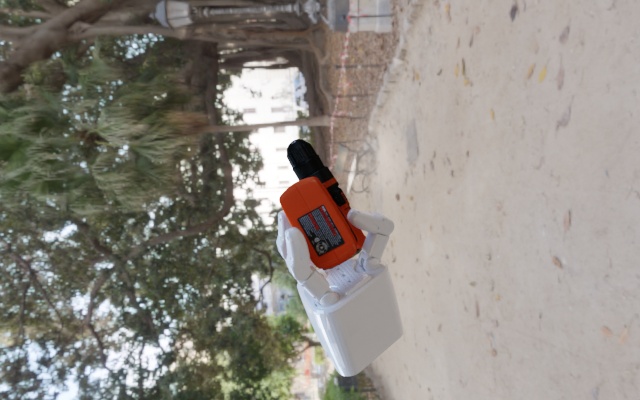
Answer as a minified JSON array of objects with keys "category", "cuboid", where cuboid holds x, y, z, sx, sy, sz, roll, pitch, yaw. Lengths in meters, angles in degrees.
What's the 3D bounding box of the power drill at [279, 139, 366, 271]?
[{"category":"power drill","cuboid":[0.000,0.002,0.617,0.057,0.184,0.187,-31,3,10]}]
